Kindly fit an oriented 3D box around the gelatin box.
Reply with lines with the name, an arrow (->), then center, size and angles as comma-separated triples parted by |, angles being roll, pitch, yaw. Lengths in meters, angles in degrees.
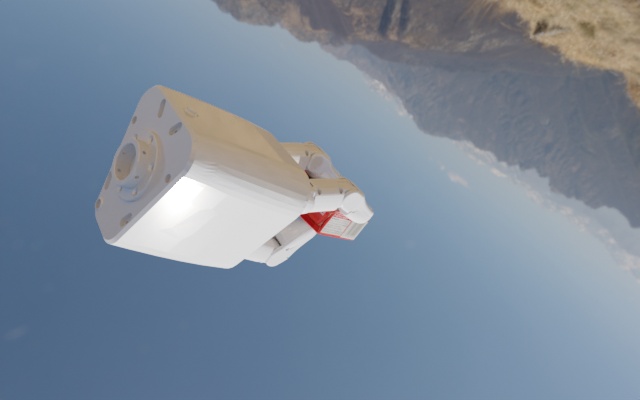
gelatin box -> 0.000, 0.002, 0.464 | 0.073, 0.030, 0.089 | 44, 11, 25
